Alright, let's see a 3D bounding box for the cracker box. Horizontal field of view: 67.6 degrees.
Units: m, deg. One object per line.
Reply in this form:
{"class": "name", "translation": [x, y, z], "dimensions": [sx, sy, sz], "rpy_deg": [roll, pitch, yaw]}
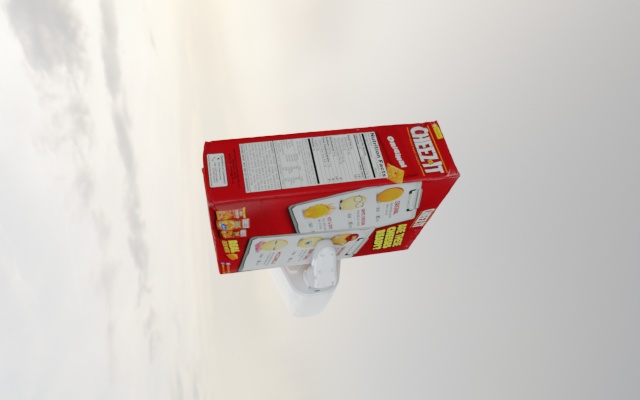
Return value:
{"class": "cracker box", "translation": [0.000, 0.002, 0.467], "dimensions": [0.213, 0.072, 0.164], "rpy_deg": [-7, -27, -12]}
